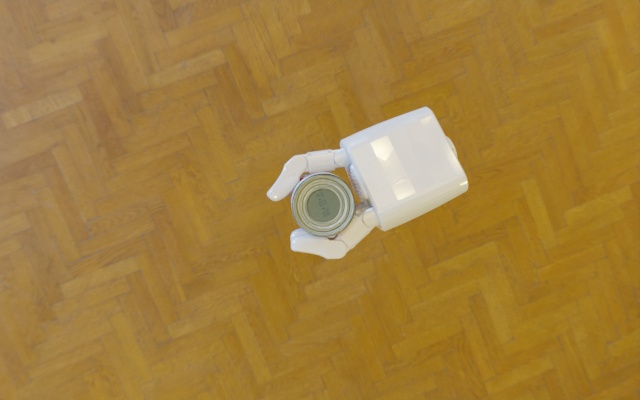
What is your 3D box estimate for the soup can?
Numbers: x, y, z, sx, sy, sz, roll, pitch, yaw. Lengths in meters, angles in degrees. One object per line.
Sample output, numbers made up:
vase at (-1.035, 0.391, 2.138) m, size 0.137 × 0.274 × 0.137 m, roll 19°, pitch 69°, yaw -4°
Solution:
soup can at (0.000, 0.002, 0.540) m, size 0.068 × 0.068 × 0.102 m, roll 0°, pitch 4°, yaw -4°
